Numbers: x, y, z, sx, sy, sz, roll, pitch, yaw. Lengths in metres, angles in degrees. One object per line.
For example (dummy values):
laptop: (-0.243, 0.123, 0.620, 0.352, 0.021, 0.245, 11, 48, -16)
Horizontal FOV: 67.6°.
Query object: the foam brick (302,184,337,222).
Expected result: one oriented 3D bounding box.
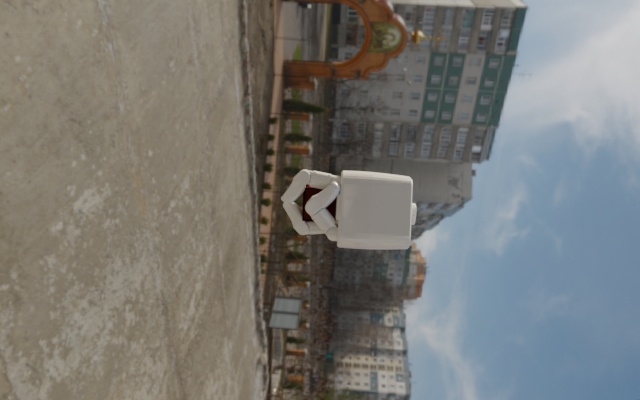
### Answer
foam brick: (0.000, 0.002, 0.756, 0.051, 0.053, 0.078, 3, 10, 2)
